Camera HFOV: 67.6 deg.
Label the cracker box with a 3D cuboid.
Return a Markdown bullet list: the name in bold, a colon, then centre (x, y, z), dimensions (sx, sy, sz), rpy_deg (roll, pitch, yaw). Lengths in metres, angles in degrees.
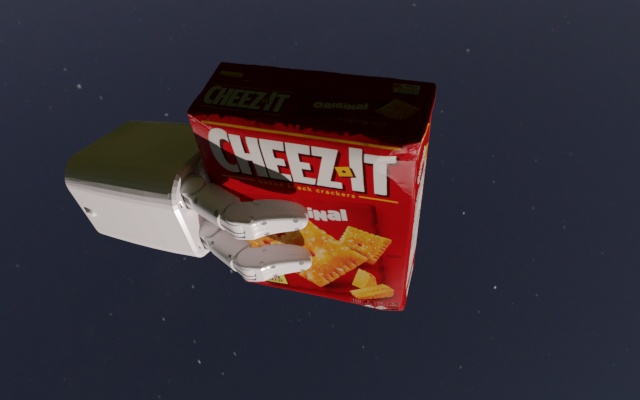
- **cracker box**: centre (0.000, 0.001, 0.401), dimensions (0.164, 0.072, 0.214), rpy_deg (9, -40, 13)
